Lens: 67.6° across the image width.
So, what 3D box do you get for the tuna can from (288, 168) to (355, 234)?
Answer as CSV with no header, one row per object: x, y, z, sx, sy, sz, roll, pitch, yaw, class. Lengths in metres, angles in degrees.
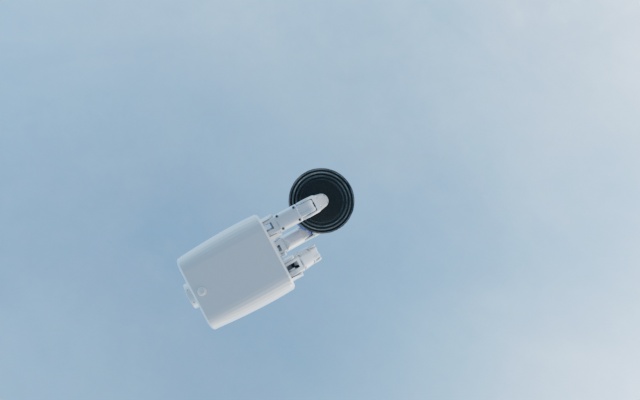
0.000,0.002,0.631,0.086,0.086,0.034,0,-7,-6,tuna can
